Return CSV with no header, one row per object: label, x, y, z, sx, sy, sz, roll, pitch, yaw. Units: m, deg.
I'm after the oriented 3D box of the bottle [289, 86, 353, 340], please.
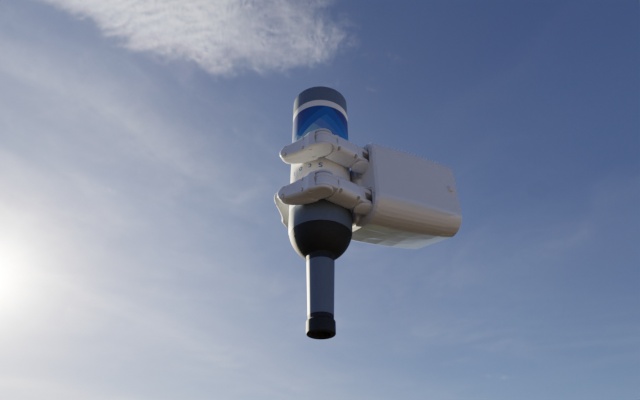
bottle,0.000,0.001,0.517,0.069,0.295,0.069,0,-35,0
